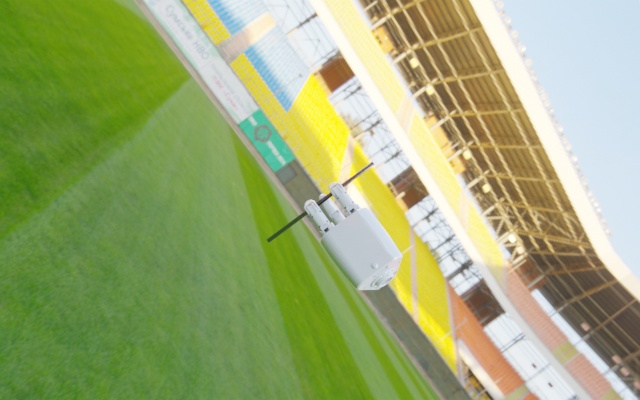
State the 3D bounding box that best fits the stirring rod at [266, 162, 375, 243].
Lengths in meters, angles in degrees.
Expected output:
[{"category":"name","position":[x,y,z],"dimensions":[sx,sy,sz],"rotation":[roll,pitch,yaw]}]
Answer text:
[{"category":"stirring rod","position":[0.000,0.003,0.874],"dimensions":[0.239,0.011,0.011],"rotation":[-37,0,0]}]
